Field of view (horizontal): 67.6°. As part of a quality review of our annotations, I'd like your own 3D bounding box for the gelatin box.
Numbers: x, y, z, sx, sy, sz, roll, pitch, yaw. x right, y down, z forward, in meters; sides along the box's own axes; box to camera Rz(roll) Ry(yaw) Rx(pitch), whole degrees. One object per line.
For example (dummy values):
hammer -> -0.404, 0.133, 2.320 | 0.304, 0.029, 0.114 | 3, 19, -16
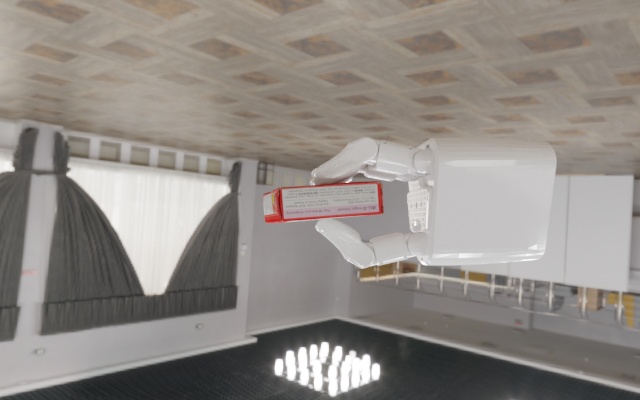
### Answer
gelatin box -> 0.000, 0.002, 0.412 | 0.089, 0.030, 0.073 | -5, -1, -16
